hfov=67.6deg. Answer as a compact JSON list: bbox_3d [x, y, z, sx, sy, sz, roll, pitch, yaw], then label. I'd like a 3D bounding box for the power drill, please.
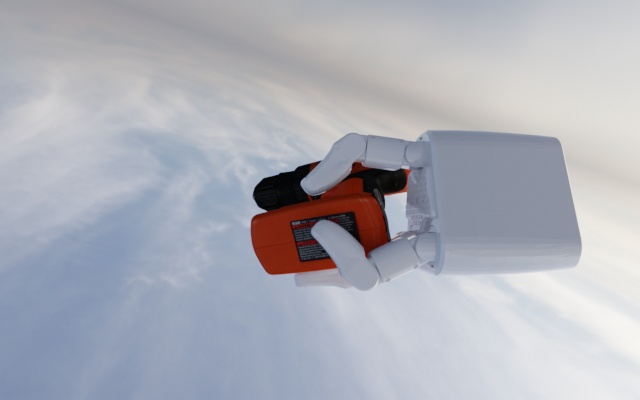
[{"bbox_3d":[0.000,0.002,0.447,0.184,0.057,0.187,-12,17,16],"label":"power drill"}]
